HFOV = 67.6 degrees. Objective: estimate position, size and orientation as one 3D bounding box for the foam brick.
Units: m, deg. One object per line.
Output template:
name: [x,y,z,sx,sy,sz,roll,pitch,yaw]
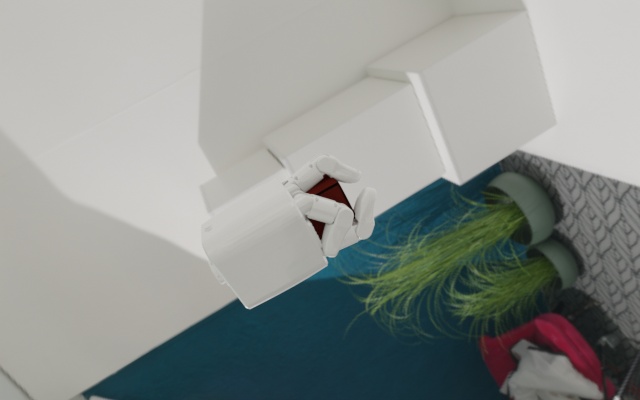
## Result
foam brick: [0.000,0.002,0.578,0.051,0.053,0.078,-31,20,-5]
